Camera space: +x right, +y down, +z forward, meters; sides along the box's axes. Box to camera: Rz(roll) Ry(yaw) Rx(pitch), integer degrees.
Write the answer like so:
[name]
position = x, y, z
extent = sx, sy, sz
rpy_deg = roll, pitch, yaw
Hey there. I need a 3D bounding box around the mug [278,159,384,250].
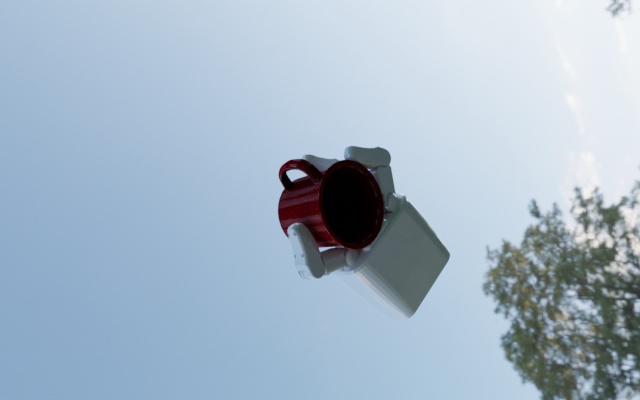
[mug]
position = -0.001, 0.001, 0.511
extent = 0.081, 0.093, 0.117
rpy_deg = -12, -49, 48
